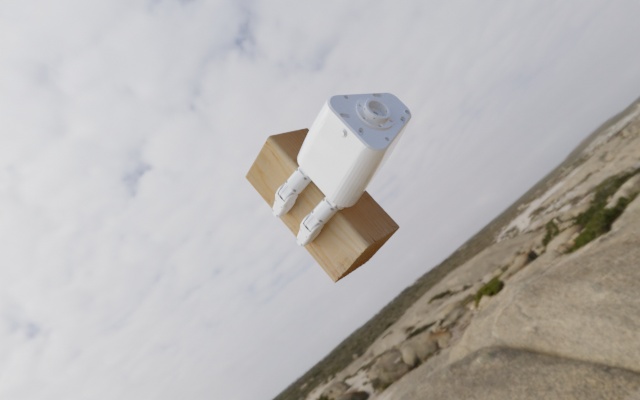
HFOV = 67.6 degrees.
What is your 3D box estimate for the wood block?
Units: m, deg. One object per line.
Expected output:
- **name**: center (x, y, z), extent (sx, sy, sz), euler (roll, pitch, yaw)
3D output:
- **wood block**: center (0.000, 0.002, 0.689), extent (0.091, 0.206, 0.090), euler (-22, -25, -49)
